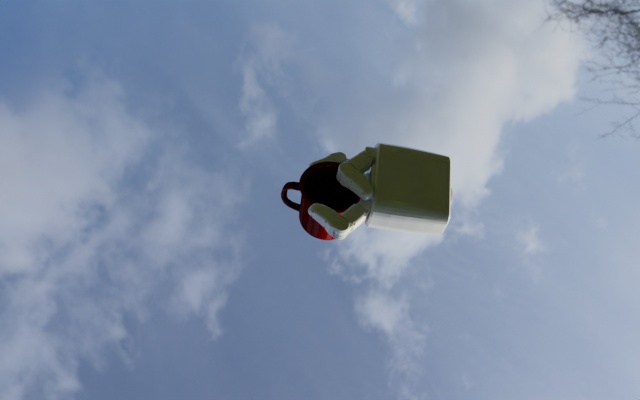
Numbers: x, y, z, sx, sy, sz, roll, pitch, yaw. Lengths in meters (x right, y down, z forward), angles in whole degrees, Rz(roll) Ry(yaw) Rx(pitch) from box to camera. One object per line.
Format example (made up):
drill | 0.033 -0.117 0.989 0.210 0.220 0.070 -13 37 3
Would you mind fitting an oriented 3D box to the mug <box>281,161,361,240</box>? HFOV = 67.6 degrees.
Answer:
mug | -0.001 0.002 0.693 0.117 0.093 0.082 10 -38 -1
